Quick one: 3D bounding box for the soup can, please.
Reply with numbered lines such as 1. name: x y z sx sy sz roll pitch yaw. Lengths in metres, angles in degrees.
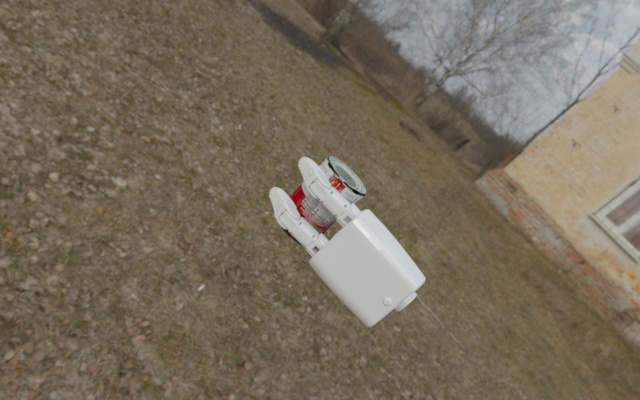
1. soup can: 0.000 0.001 0.608 0.102 0.068 0.068 -45 -17 18
